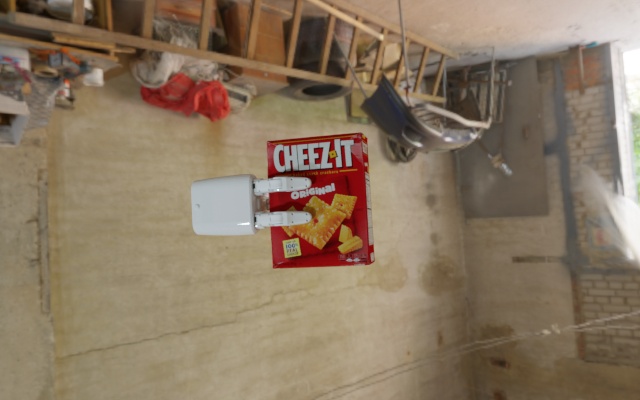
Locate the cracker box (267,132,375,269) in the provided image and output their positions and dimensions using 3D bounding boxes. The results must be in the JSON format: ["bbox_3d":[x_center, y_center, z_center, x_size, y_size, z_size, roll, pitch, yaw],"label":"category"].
[{"bbox_3d":[0.000,0.003,0.793,0.164,0.213,0.072,-4,-3,12],"label":"cracker box"}]
